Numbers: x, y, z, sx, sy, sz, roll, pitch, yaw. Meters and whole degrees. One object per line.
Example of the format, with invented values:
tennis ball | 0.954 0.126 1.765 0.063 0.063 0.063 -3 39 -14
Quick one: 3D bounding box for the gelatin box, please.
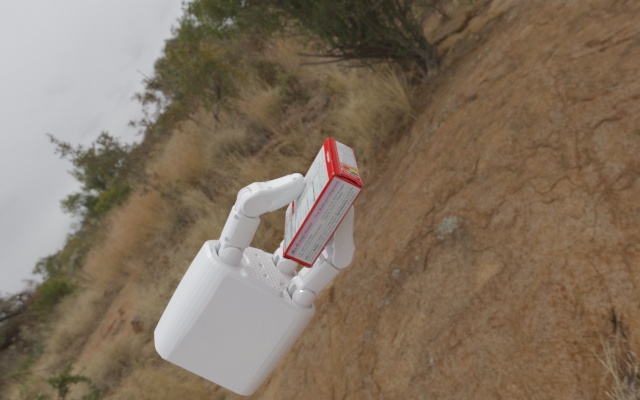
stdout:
gelatin box | 0.000 0.001 0.405 0.030 0.089 0.073 24 25 -15
